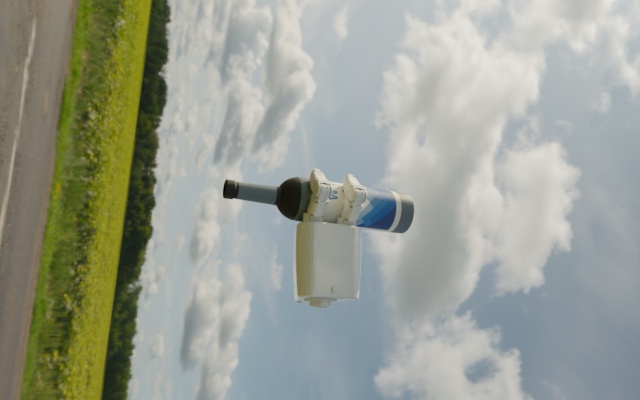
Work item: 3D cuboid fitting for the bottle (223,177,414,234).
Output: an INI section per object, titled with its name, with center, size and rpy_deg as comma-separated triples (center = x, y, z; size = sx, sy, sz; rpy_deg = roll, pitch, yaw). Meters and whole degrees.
[bottle]
center = 0.000, 0.002, 0.728
size = 0.296, 0.069, 0.069
rpy_deg = 8, -3, -22
